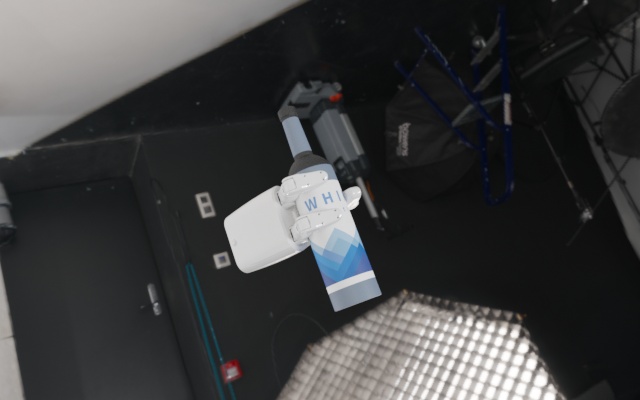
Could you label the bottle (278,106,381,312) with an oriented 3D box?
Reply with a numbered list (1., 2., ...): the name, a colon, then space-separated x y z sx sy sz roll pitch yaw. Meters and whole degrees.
1. bottle: 0.000 0.002 0.667 0.069 0.295 0.069 -19 -13 -5
